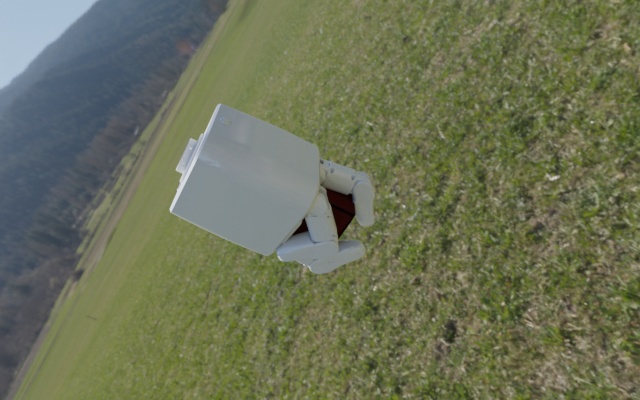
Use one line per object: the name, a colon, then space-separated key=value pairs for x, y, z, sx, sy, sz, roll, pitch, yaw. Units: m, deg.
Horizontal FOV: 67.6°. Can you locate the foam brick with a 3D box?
foam brick: x=0.000 y=0.002 z=0.500 sx=0.051 sy=0.053 sz=0.078 roll=24 pitch=30 yaw=-16
